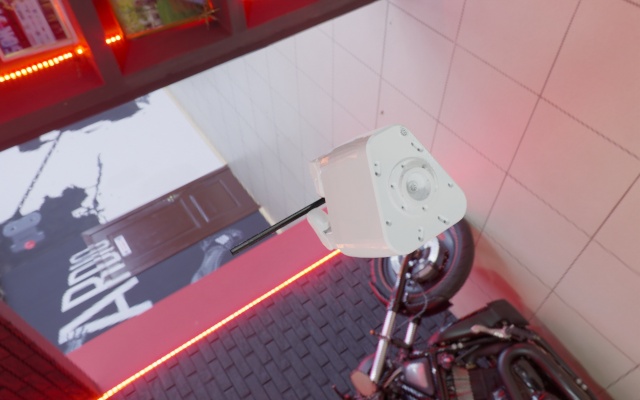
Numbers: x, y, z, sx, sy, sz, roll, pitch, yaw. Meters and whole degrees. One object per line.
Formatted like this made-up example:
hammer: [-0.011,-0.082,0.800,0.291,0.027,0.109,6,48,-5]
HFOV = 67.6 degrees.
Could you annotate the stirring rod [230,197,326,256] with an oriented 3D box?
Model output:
stirring rod: [0.000,0.002,0.568,0.239,0.011,0.011,-29,11,-20]
